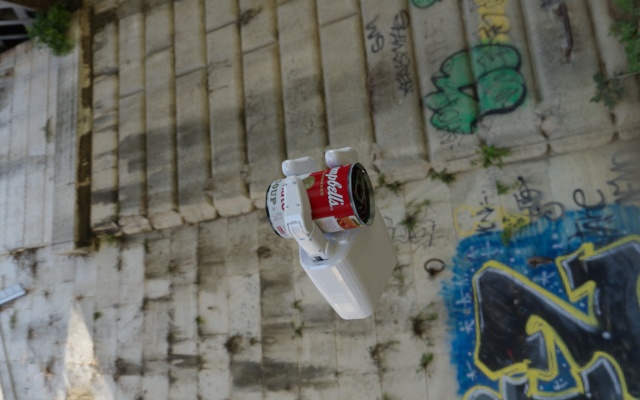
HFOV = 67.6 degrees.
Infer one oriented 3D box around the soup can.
[{"bbox_3d":[0.000,0.001,0.519,0.102,0.068,0.068,-11,-5,25],"label":"soup can"}]
